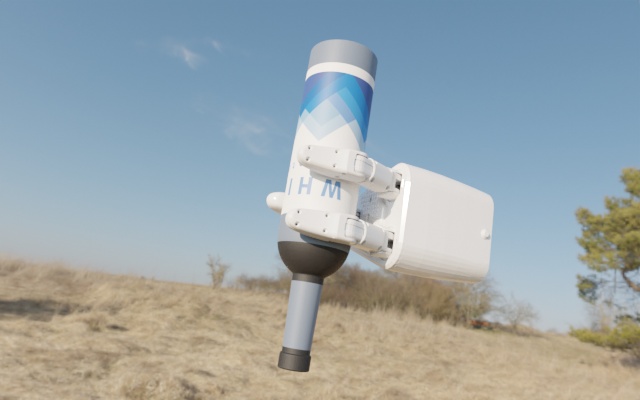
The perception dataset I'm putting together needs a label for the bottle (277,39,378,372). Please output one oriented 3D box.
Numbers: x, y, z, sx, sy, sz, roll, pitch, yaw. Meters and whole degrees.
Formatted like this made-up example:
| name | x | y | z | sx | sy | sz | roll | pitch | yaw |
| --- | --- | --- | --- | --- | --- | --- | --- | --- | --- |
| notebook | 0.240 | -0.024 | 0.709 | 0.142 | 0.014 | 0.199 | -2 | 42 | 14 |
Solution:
| name | x | y | z | sx | sy | sz | roll | pitch | yaw |
| --- | --- | --- | --- | --- | --- | --- | --- | --- | --- |
| bottle | 0.000 | 0.001 | 0.437 | 0.069 | 0.295 | 0.069 | 9 | -13 | 2 |
